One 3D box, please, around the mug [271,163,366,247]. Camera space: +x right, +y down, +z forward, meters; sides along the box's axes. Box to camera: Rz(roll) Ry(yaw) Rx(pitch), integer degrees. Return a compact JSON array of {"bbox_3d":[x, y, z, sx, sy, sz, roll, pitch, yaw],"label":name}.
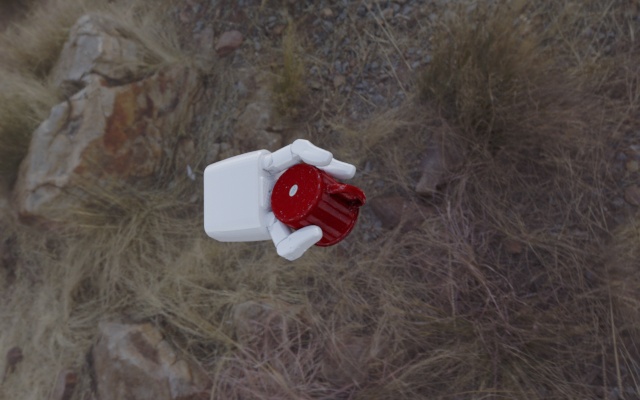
[{"bbox_3d":[0.001,0.002,0.606,0.117,0.093,0.081,-10,-27,34],"label":"mug"}]
